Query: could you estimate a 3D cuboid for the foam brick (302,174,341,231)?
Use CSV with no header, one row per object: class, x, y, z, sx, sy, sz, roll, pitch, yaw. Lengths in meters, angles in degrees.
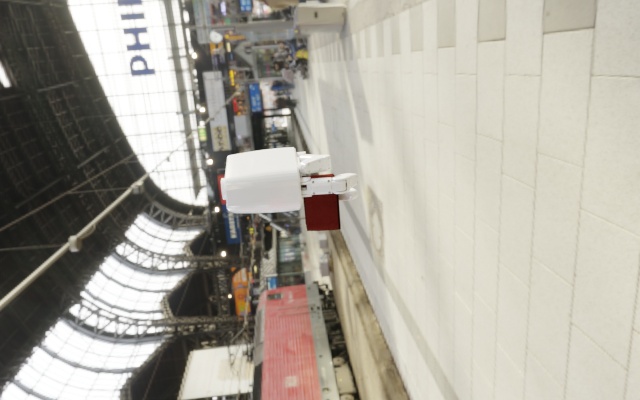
foam brick,0.000,0.003,0.725,0.051,0.078,0.053,-6,14,-5
